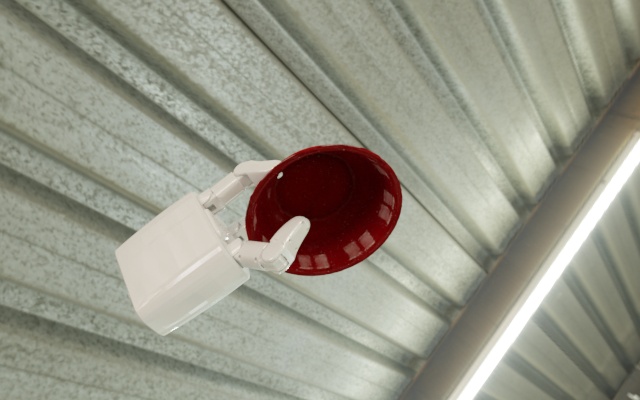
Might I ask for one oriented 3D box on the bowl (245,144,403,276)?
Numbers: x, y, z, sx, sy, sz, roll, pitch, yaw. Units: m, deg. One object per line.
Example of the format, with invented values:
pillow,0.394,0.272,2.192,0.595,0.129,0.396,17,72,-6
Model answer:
bowl,0.001,0.001,0.497,0.162,0.162,0.055,0,35,-16
